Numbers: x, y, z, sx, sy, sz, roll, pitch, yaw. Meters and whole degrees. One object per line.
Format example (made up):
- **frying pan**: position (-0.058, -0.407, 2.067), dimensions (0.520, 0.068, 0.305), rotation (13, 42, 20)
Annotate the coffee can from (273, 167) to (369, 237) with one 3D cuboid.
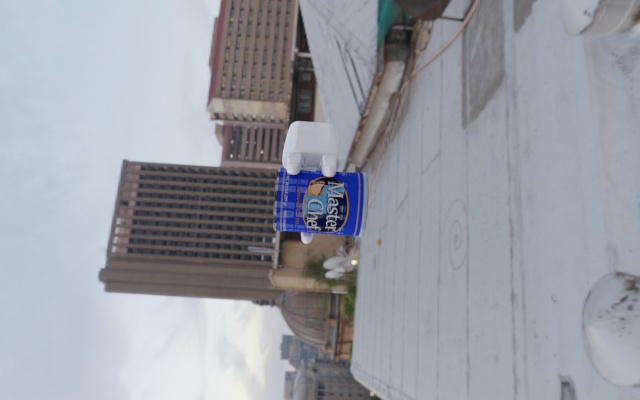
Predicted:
- **coffee can**: position (0.000, 0.003, 0.759), dimensions (0.140, 0.103, 0.103), rotation (4, 0, -1)
